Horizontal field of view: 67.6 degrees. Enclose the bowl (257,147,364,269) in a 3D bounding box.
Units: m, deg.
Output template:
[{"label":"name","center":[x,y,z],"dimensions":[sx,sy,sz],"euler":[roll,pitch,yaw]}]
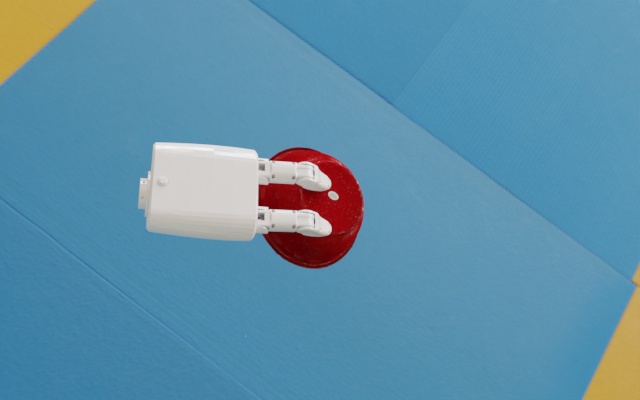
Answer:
[{"label":"bowl","center":[0.001,0.002,0.599],"dimensions":[0.162,0.162,0.055],"euler":[0,-14,-34]}]
